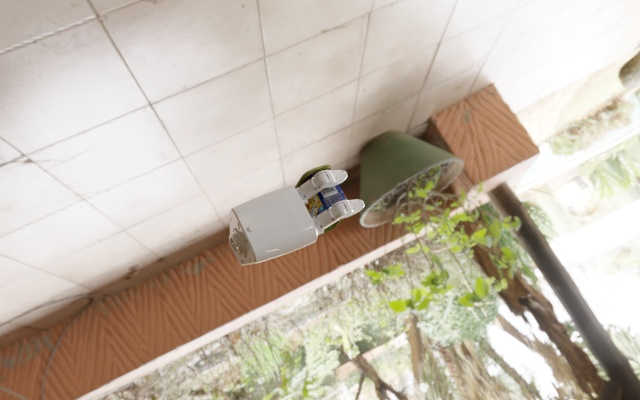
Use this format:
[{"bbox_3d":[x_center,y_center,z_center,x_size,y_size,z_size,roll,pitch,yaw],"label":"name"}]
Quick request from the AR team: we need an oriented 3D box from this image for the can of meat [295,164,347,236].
[{"bbox_3d":[0.000,0.003,0.797,0.057,0.084,0.102,-19,-18,-29],"label":"can of meat"}]
